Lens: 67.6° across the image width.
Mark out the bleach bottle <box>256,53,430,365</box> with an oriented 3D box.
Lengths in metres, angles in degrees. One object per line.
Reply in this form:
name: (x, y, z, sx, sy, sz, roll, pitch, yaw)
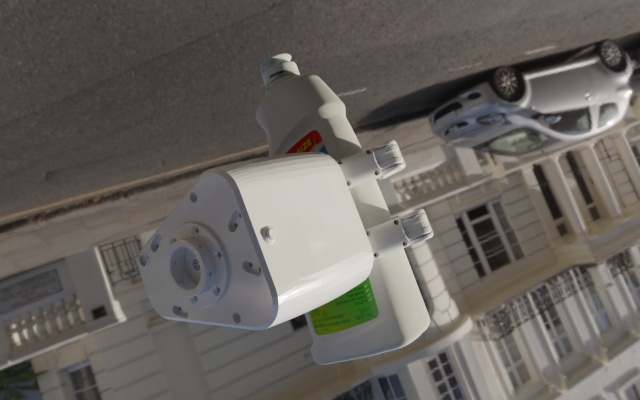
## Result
bleach bottle: (0.000, 0.001, 0.401, 0.102, 0.251, 0.068, -24, -6, 33)
